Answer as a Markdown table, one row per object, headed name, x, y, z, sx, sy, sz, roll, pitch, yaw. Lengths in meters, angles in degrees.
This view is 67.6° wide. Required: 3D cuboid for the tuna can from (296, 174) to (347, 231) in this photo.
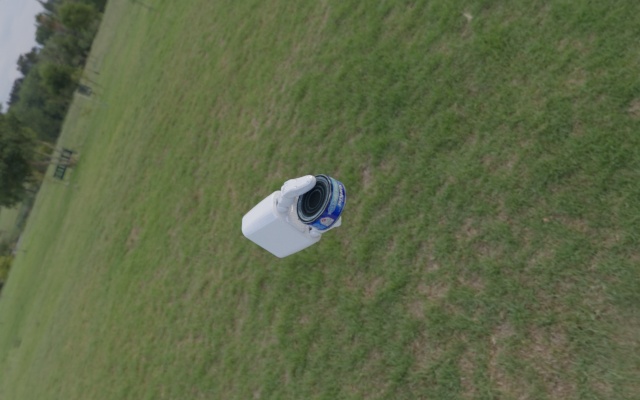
| name | x | y | z | sx | sy | sz | roll | pitch | yaw |
| --- | --- | --- | --- | --- | --- | --- | --- | --- | --- |
| tuna can | 0.000 | 0.002 | 0.760 | 0.034 | 0.086 | 0.086 | 25 | -15 | -35 |
